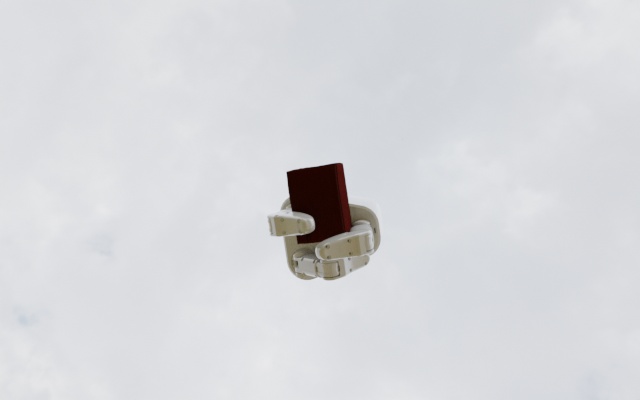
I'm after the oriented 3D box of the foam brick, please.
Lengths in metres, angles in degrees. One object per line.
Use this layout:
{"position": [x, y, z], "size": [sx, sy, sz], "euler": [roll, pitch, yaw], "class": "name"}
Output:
{"position": [0.000, 0.001, 0.497], "size": [0.053, 0.078, 0.051], "euler": [-7, 6, 12], "class": "foam brick"}
